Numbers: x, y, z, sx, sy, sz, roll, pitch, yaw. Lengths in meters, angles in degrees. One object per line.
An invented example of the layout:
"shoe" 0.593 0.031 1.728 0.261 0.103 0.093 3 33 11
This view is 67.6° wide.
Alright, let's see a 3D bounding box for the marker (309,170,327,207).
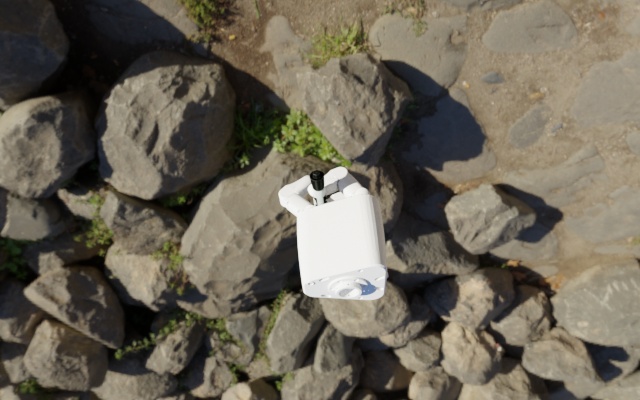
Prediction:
"marker" 0.000 0.002 0.641 0.020 0.020 0.121 0 -37 6
